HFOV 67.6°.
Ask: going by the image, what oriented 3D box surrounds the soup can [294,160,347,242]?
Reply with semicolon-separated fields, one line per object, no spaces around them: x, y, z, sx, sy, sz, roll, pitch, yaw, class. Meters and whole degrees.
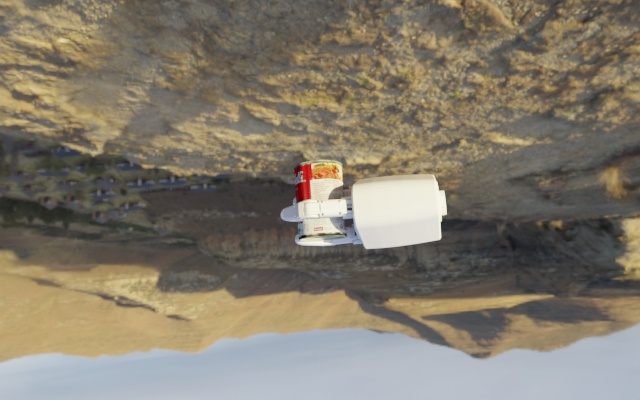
0.000;0.002;0.658;0.068;0.102;0.068;-4;-10;-1;soup can
